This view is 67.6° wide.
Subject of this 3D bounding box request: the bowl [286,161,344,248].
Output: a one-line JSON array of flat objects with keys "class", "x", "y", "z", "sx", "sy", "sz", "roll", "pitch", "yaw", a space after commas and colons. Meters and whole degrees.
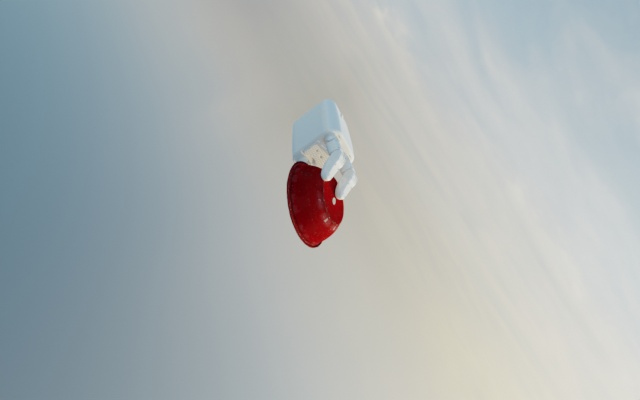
[{"class": "bowl", "x": 0.001, "y": 0.004, "z": 0.863, "sx": 0.055, "sy": 0.162, "sz": 0.162, "roll": -10, "pitch": -4, "yaw": 23}]
